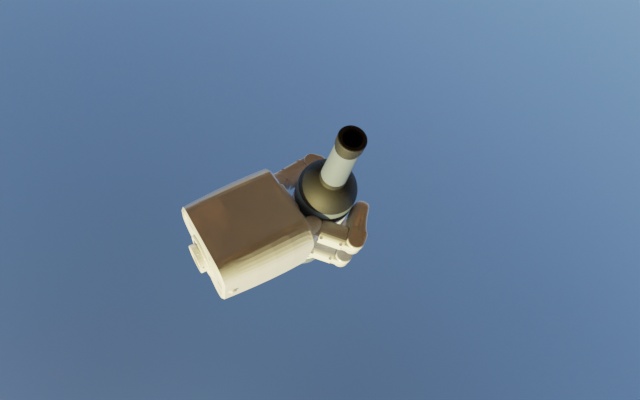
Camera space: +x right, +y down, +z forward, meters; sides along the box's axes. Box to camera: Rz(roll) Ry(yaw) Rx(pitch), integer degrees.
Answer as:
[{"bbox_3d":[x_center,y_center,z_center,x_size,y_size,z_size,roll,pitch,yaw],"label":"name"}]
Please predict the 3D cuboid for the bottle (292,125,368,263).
[{"bbox_3d":[0.000,0.002,0.551,0.069,0.069,0.296,0,-22,-12],"label":"bottle"}]
